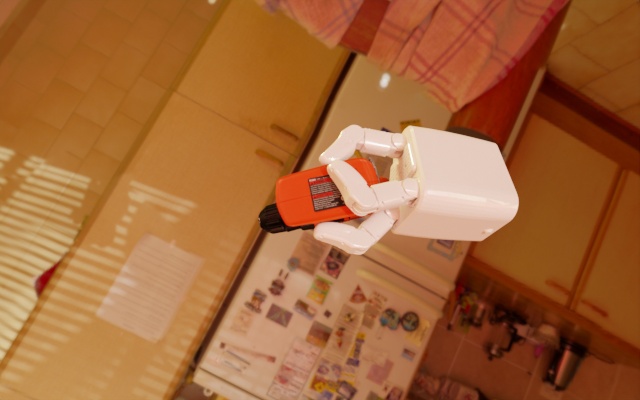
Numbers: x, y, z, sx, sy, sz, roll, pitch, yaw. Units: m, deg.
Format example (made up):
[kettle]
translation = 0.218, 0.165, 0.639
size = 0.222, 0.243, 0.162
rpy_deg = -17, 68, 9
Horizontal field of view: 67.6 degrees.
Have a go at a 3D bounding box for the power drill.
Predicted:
[power drill]
translation = 0.000, 0.002, 0.567
size = 0.184, 0.057, 0.187
rpy_deg = -15, -5, 4
